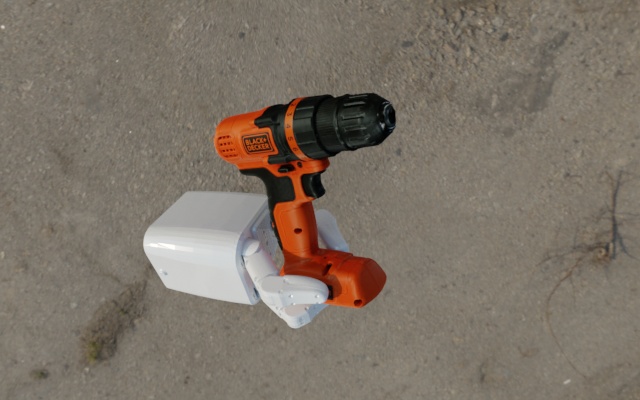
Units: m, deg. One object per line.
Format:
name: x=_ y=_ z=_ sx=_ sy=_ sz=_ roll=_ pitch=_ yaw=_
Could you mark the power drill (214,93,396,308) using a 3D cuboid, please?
power drill: x=0.000 y=0.002 z=0.425 sx=0.184 sy=0.188 sz=0.057 roll=0 pitch=24 yaw=41
